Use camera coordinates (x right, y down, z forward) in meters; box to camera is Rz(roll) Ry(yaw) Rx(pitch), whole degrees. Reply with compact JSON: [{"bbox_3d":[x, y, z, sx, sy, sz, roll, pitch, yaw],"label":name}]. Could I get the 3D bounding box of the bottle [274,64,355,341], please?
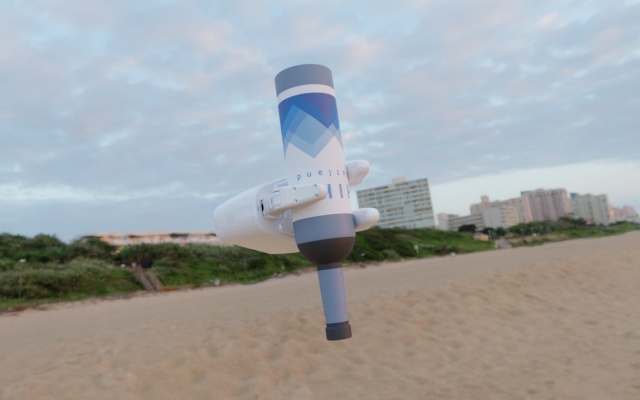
[{"bbox_3d":[0.000,0.001,0.526,0.069,0.295,0.069,-8,-8,-1],"label":"bottle"}]
